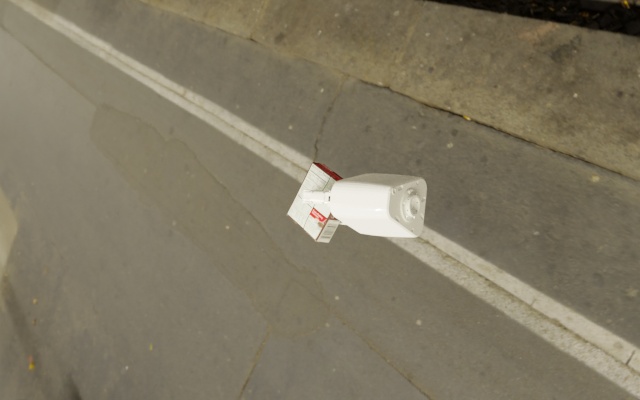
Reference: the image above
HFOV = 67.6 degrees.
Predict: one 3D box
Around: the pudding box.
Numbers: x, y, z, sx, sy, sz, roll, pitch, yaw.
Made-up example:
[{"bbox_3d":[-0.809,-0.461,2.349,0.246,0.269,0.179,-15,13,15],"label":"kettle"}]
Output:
[{"bbox_3d":[0.000,0.003,0.829,0.039,0.113,0.090,10,24,-49],"label":"pudding box"}]
